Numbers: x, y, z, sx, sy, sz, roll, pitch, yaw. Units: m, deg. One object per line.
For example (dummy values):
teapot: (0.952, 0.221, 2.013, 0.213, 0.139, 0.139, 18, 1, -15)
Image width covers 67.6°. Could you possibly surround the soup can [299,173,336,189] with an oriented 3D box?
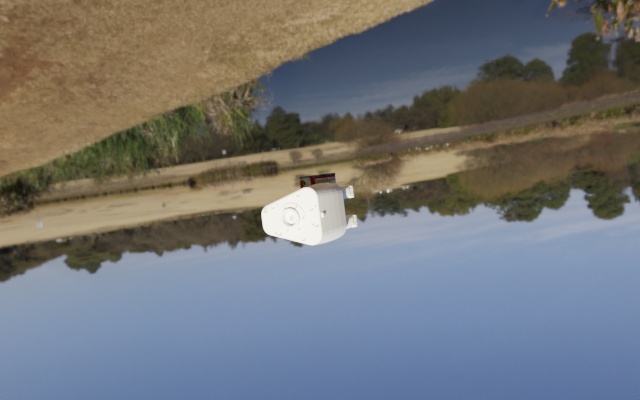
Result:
soup can: (0.000, 0.003, 0.885, 0.068, 0.102, 0.068, -7, 2, 0)
